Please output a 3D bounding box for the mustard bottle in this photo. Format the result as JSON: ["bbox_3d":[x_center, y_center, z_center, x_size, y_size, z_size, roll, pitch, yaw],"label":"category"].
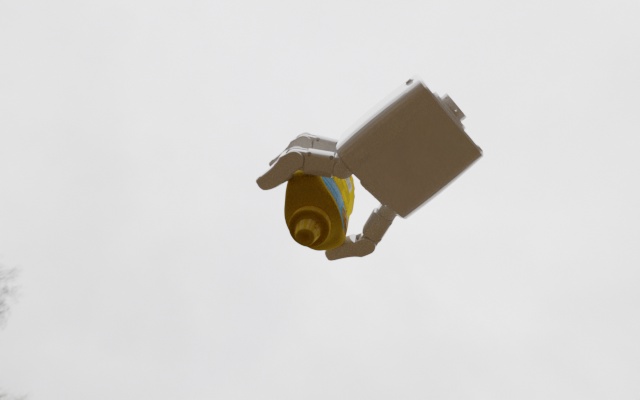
[{"bbox_3d":[0.000,0.002,0.532,0.058,0.096,0.191,-16,17,14],"label":"mustard bottle"}]
